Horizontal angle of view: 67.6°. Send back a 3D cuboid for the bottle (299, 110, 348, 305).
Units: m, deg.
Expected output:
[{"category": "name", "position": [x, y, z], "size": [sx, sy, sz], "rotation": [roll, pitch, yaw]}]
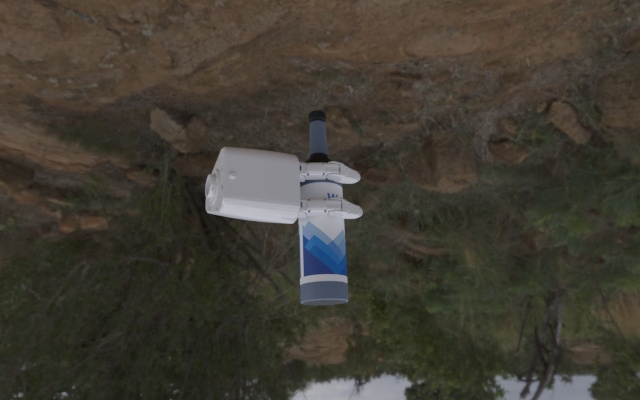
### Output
[{"category": "bottle", "position": [0.000, 0.003, 0.709], "size": [0.069, 0.295, 0.069], "rotation": [-2, -19, -1]}]
